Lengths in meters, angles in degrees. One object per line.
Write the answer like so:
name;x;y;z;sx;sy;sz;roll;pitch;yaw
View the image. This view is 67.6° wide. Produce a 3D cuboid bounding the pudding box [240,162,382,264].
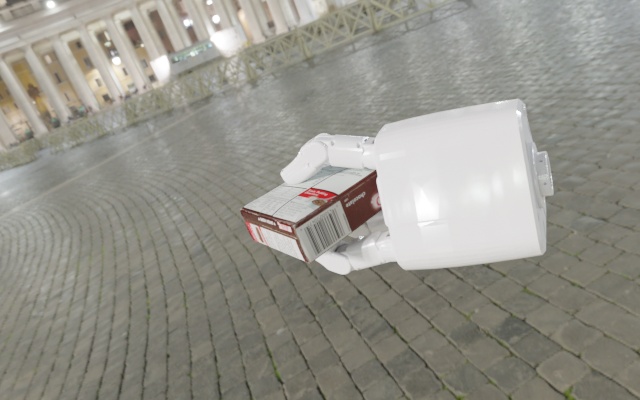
pudding box;0.000;0.001;0.418;0.113;0.039;0.090;-32;25;-29
